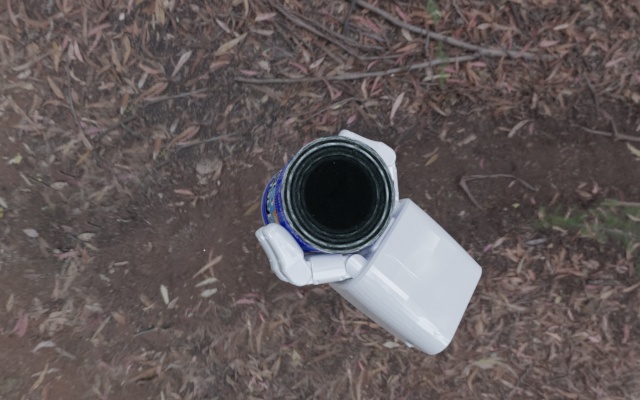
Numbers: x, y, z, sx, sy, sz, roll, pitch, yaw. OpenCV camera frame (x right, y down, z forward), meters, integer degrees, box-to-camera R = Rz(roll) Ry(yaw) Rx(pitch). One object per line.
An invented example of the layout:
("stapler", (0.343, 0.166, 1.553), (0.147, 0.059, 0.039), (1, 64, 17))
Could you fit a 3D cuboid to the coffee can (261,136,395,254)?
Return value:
("coffee can", (0.000, 0.001, 0.474), (0.103, 0.103, 0.140), (0, -6, -14))
